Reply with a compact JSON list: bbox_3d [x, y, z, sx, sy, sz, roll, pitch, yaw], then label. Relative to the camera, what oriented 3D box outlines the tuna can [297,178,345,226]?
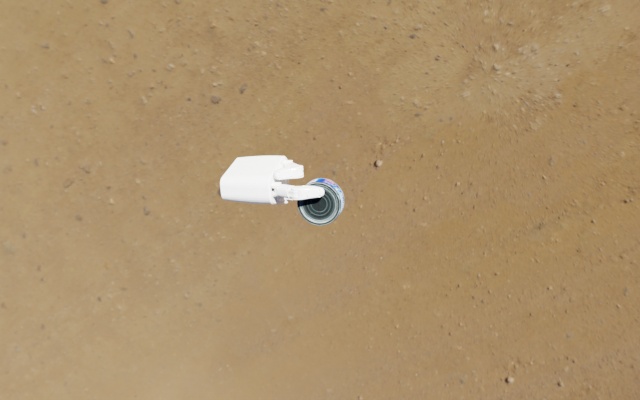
[{"bbox_3d":[0.000,0.003,0.894,0.086,0.086,0.033,0,14,14],"label":"tuna can"}]
